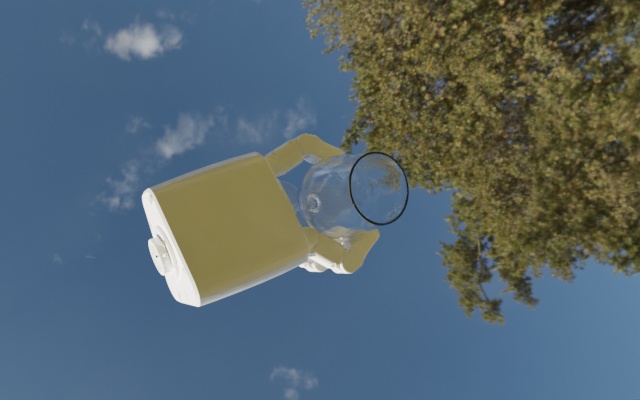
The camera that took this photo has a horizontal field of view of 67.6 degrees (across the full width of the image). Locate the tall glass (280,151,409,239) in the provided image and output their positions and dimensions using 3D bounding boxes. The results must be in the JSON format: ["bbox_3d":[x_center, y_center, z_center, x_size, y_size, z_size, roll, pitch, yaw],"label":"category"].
[{"bbox_3d":[0.000,0.002,0.478,0.079,0.079,0.201,0,-7,-30],"label":"tall glass"}]
